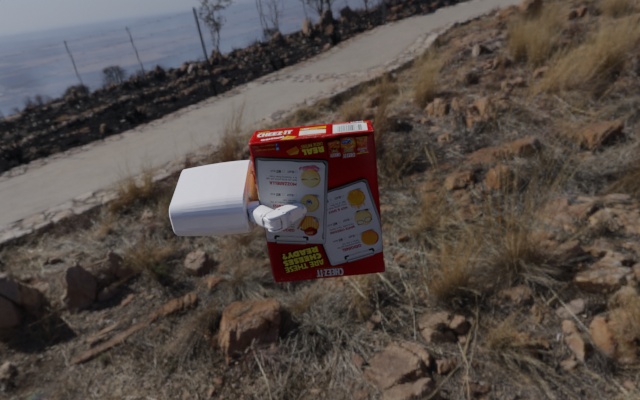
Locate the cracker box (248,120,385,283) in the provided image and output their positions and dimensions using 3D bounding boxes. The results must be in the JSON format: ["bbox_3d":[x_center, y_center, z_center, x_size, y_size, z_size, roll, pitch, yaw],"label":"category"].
[{"bbox_3d":[0.000,0.002,0.674,0.164,0.214,0.072,-6,24,4],"label":"cracker box"}]
